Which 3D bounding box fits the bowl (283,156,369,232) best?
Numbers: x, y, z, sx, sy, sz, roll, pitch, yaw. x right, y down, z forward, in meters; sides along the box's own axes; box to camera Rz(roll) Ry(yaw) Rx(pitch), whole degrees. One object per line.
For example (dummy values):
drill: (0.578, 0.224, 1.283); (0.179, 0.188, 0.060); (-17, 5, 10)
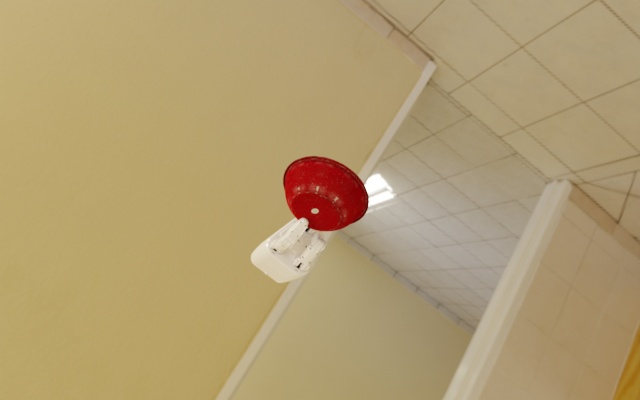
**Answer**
bowl: (0.000, 0.002, 0.828); (0.162, 0.162, 0.055); (0, 41, 26)
